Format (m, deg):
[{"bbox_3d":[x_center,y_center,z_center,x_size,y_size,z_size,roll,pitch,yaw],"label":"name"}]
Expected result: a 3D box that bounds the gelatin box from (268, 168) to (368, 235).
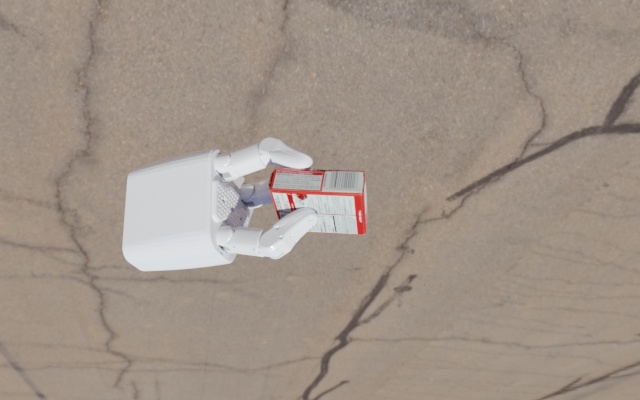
[{"bbox_3d":[0.000,0.002,0.465,0.089,0.030,0.073,3,-34,10],"label":"gelatin box"}]
